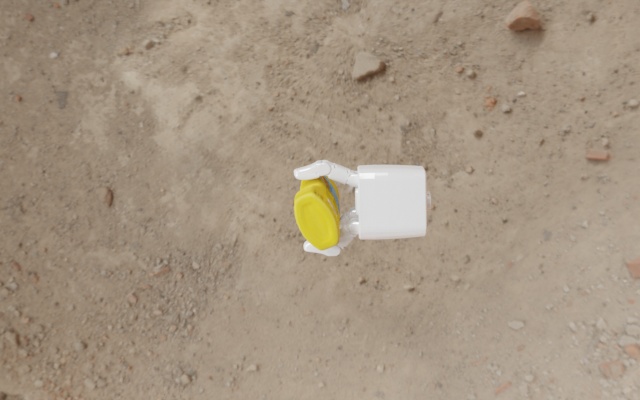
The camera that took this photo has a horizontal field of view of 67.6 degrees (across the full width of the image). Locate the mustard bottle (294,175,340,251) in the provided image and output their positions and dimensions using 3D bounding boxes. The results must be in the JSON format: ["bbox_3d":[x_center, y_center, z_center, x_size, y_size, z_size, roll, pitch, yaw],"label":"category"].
[{"bbox_3d":[0.000,0.003,0.796,0.058,0.096,0.191,-25,16,12],"label":"mustard bottle"}]
